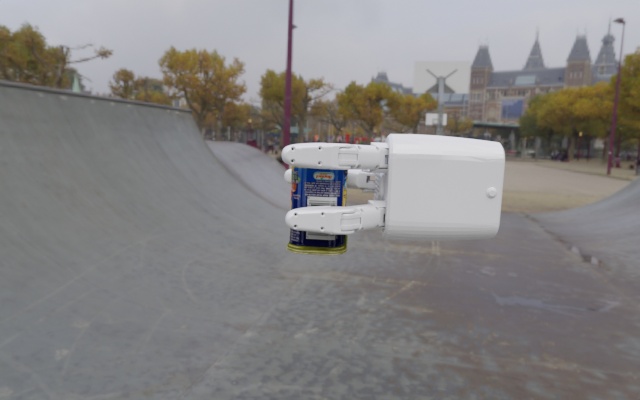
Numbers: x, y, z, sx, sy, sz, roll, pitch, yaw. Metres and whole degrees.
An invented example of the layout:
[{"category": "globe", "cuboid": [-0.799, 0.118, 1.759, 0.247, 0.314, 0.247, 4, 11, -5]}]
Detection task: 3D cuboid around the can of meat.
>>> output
[{"category": "can of meat", "cuboid": [0.000, 0.001, 0.474, 0.057, 0.084, 0.102, 3, 8, 4]}]
